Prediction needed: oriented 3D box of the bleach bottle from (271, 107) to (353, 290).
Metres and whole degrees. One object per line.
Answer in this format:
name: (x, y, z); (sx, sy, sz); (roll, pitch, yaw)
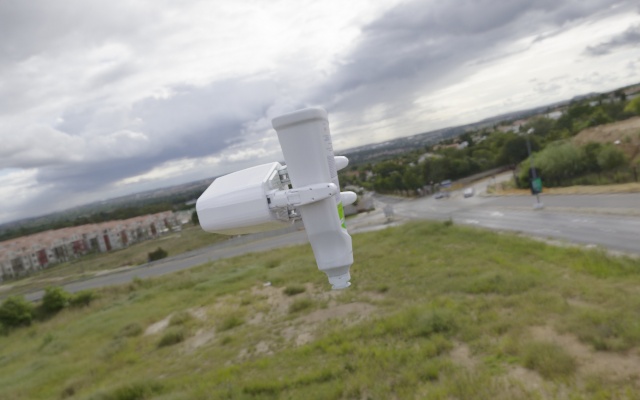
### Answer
bleach bottle: (0.000, 0.002, 0.663); (0.068, 0.251, 0.102); (-11, 6, 14)
